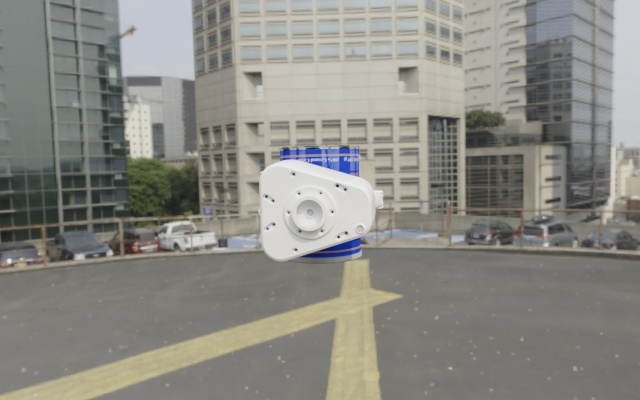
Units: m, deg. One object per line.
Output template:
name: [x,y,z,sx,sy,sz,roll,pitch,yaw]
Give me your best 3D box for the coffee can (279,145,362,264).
coffee can: [0.000,0.002,0.611,0.103,0.140,0.103,-1,4,0]
